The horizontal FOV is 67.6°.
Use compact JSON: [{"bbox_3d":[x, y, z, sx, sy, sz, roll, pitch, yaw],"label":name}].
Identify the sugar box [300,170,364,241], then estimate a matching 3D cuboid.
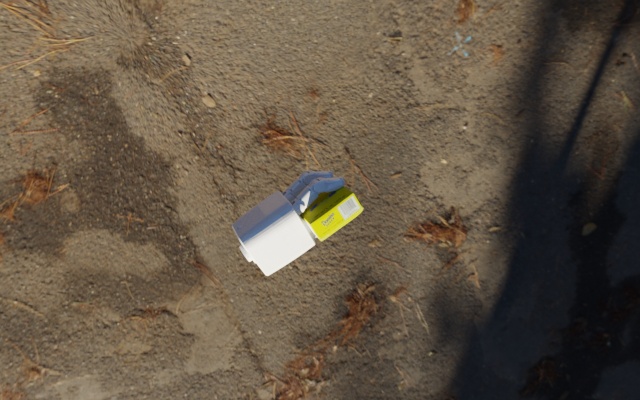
[{"bbox_3d":[0.000,0.003,0.868,0.093,0.048,0.176,-36,27,-7],"label":"sugar box"}]
